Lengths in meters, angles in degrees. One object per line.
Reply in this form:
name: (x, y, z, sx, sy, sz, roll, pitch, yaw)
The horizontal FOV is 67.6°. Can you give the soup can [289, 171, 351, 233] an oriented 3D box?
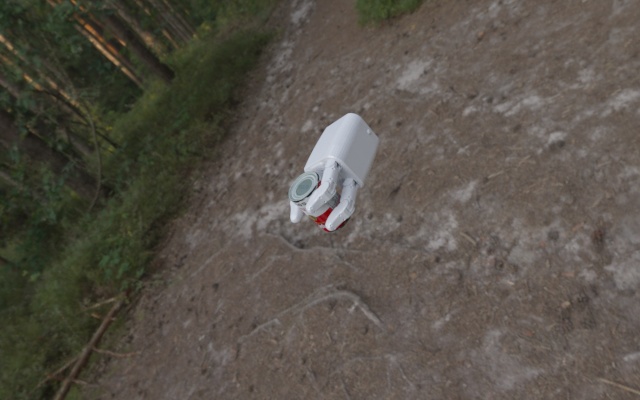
soup can: (0.000, 0.003, 0.854, 0.068, 0.068, 0.102, 0, -34, 47)
